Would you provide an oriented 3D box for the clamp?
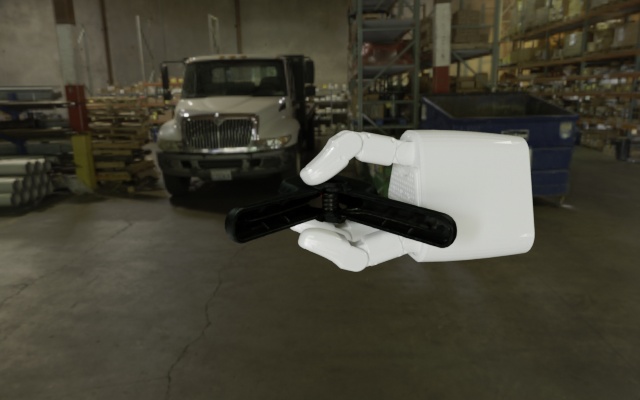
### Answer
[{"bbox_3d":[0.000,0.000,0.419,0.164,0.036,0.210,1,12,-12],"label":"clamp"}]
